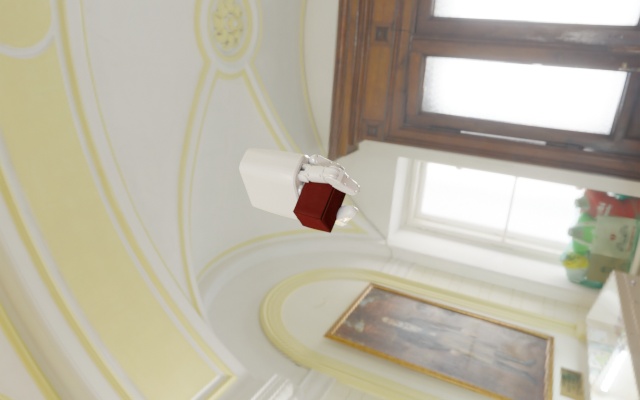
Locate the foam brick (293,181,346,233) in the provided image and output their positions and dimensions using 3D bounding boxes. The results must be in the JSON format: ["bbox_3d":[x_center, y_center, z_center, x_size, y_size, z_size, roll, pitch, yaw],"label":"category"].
[{"bbox_3d":[0.000,0.003,0.744,0.051,0.078,0.053,12,-24,23],"label":"foam brick"}]
